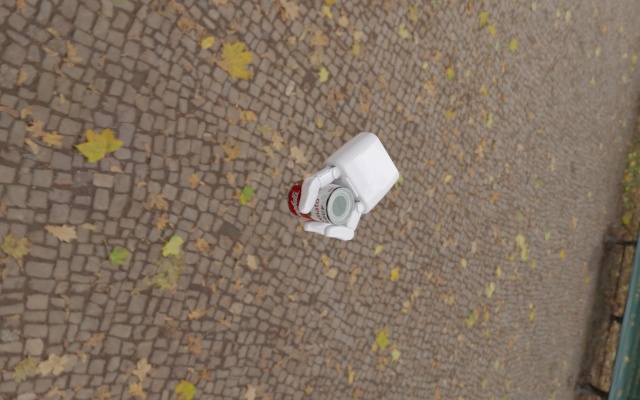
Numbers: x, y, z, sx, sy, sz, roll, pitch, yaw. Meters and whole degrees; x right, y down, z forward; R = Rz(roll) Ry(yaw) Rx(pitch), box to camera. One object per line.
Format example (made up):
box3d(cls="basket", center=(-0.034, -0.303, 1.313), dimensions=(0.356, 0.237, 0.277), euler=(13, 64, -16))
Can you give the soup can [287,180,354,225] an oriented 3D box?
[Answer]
box3d(cls="soup can", center=(0.000, 0.003, 0.832), dimensions=(0.068, 0.068, 0.102), euler=(0, 8, -44))
